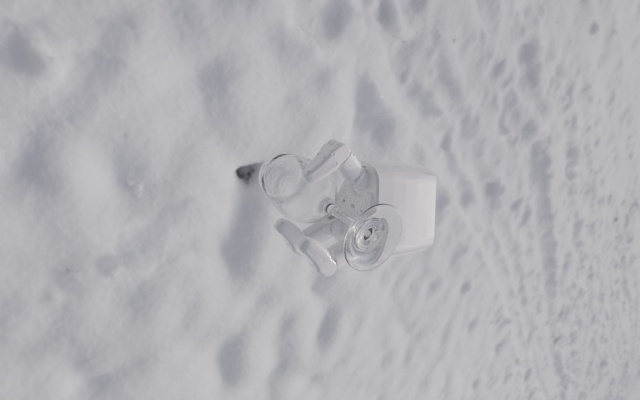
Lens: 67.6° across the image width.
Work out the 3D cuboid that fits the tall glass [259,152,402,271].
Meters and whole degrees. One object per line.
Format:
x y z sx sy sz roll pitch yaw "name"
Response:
0.000 0.002 0.552 0.079 0.079 0.201 0 21 -36 "tall glass"
